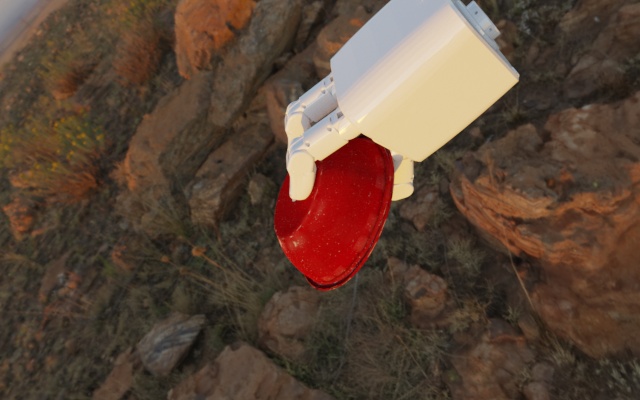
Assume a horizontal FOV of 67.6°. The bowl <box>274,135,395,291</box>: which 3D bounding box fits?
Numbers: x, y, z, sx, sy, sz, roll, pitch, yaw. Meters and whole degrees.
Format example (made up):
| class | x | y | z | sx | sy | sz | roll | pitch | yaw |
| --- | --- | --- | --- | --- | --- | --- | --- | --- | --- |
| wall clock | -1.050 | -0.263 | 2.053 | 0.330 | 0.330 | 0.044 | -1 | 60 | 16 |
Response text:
| class | x | y | z | sx | sy | sz | roll | pitch | yaw |
| --- | --- | --- | --- | --- | --- | --- | --- | --- | --- |
| bowl | -0.001 | 0.002 | 0.461 | 0.055 | 0.162 | 0.162 | 21 | -9 | -24 |
